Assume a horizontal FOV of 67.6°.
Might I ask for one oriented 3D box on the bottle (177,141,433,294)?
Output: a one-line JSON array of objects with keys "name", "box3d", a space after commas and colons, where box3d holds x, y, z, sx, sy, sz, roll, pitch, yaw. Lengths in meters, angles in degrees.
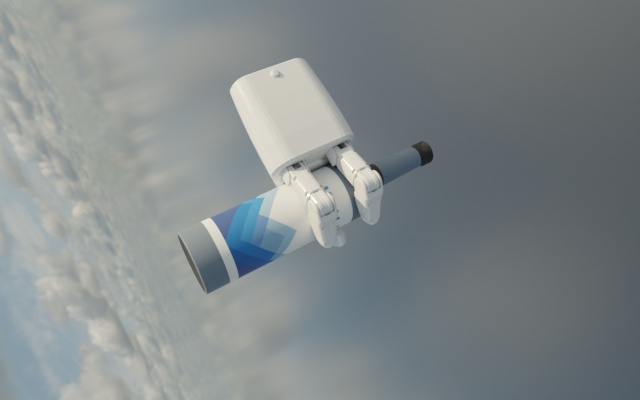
[{"name": "bottle", "box3d": [0.000, 0.002, 0.512, 0.295, 0.069, 0.069, -26, 9, -21]}]
